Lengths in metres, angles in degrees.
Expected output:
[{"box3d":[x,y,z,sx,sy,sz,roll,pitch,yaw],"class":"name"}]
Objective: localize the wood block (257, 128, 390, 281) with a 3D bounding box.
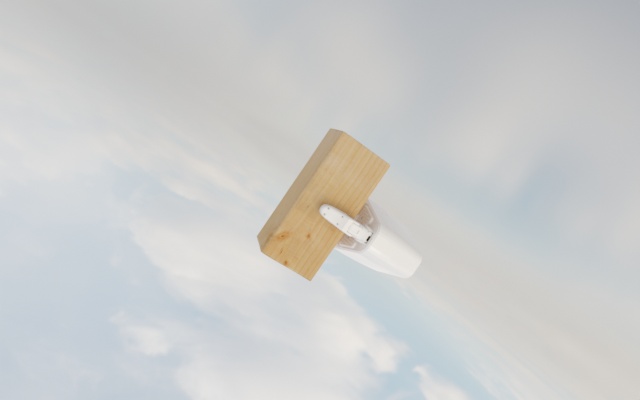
[{"box3d":[0.000,0.003,0.719,0.090,0.206,0.091,33,3,-16],"class":"wood block"}]
